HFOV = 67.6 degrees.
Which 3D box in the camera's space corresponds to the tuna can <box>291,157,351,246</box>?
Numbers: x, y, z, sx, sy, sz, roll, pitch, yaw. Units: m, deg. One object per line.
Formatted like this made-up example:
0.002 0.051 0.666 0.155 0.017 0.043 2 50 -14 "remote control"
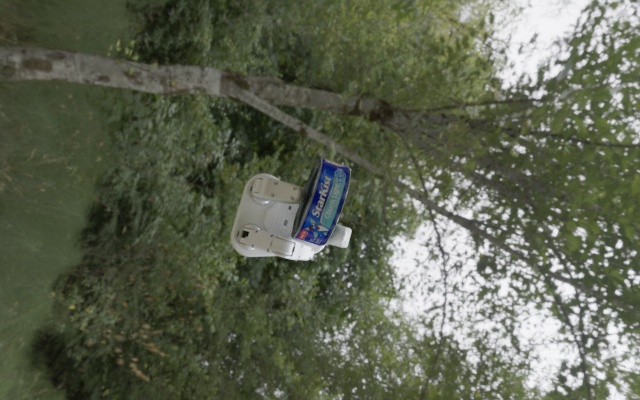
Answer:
0.001 0.002 0.481 0.034 0.086 0.086 19 -3 -7 "tuna can"
